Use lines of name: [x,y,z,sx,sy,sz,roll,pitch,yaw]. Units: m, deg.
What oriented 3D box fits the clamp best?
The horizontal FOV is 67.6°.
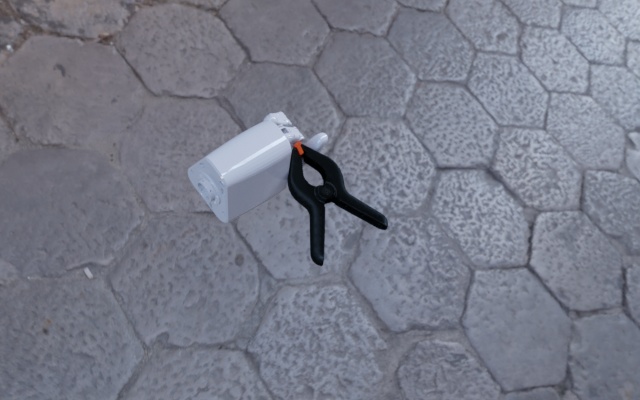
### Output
clamp: [0.000,0.002,0.656,0.120,0.171,0.039,-35,-10,-27]
